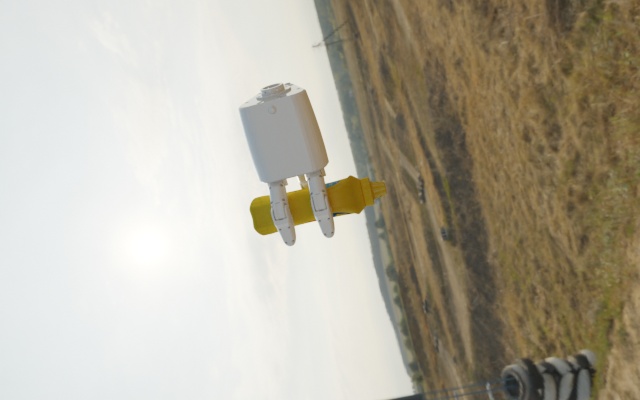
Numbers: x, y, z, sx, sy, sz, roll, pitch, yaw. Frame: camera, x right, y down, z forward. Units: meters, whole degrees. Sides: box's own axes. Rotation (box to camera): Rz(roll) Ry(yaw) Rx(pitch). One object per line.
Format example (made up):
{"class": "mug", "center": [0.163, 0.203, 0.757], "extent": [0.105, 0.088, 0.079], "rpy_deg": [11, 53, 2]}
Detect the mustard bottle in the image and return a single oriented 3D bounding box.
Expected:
{"class": "mustard bottle", "center": [0.000, 0.003, 0.692], "extent": [0.191, 0.058, 0.096], "rpy_deg": [-13, -1, 7]}
